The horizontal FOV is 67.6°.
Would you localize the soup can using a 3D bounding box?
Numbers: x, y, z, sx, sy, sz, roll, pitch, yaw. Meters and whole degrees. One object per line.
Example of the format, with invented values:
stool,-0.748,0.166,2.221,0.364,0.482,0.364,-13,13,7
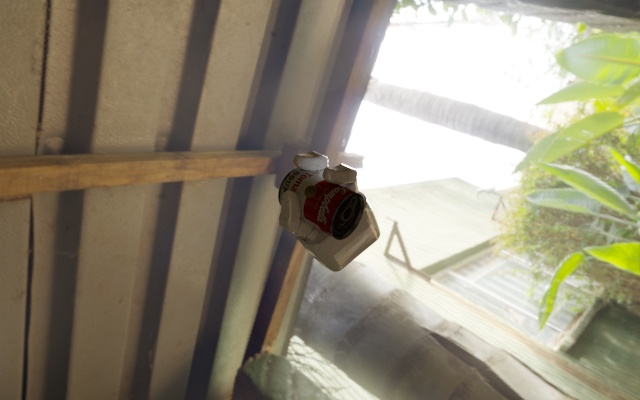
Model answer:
soup can,0.000,0.002,0.656,0.102,0.068,0.068,28,16,34
